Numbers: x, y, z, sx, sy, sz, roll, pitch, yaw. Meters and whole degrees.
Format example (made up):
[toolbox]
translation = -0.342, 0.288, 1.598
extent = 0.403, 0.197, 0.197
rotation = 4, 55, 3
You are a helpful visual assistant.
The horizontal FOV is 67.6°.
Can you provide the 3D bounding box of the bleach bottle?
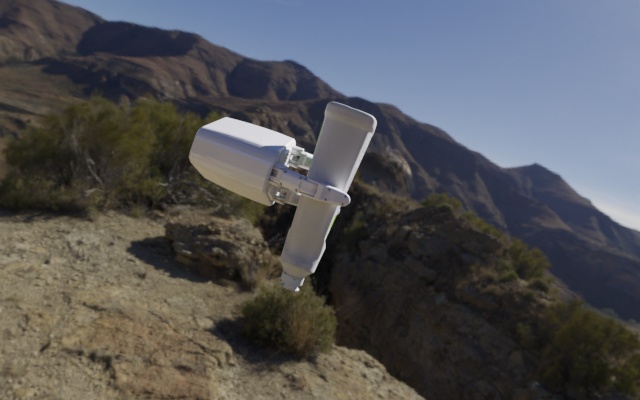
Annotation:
[bleach bottle]
translation = 0.000, 0.002, 0.636
extent = 0.068, 0.251, 0.102
rotation = 21, 5, 5
